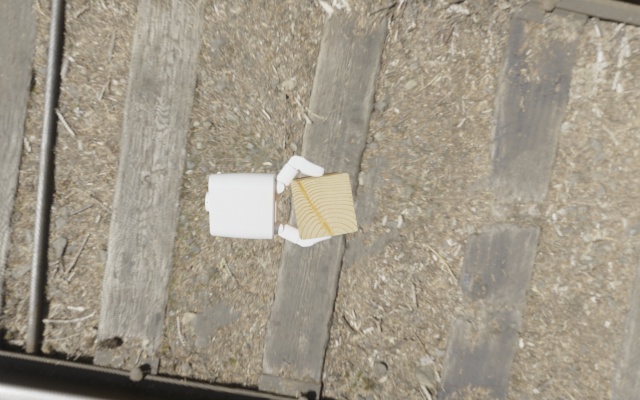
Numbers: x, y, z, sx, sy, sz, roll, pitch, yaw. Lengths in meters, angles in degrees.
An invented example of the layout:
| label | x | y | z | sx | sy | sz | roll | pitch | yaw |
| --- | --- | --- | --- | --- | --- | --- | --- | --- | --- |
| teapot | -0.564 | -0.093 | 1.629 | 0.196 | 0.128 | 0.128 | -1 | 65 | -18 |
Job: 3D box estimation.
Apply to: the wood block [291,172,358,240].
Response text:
| label | x | y | z | sx | sy | sz | roll | pitch | yaw |
| --- | --- | --- | --- | --- | --- | --- | --- | --- | --- |
| wood block | 0.000 | 0.003 | 0.808 | 0.090 | 0.091 | 0.206 | -9 | 5 | -3 |
